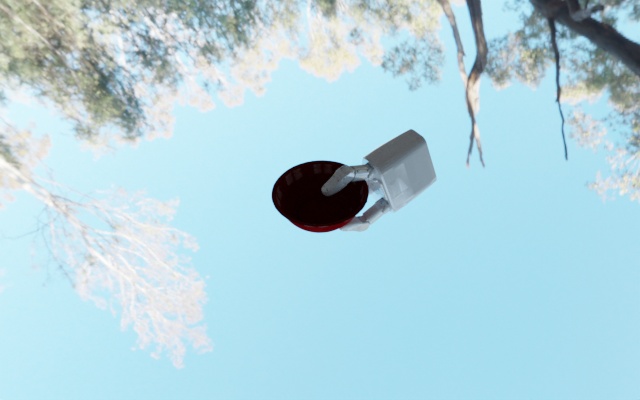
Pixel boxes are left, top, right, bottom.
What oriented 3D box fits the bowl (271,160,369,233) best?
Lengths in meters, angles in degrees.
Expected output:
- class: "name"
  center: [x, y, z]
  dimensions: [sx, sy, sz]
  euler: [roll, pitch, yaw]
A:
- class: "bowl"
  center: [-0.001, 0.003, 0.809]
  dimensions: [0.162, 0.055, 0.162]
  euler: [-1, 44, 1]
